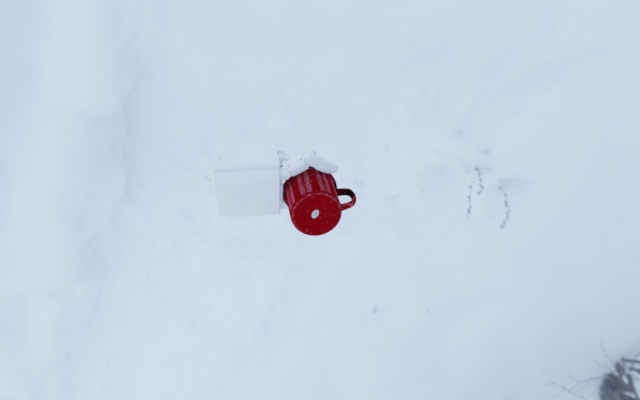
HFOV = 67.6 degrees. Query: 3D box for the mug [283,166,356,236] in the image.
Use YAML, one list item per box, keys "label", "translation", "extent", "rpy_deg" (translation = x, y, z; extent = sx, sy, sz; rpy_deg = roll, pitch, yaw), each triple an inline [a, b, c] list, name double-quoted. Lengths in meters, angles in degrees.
- label: "mug"
  translation: [0.002, 0.003, 0.767]
  extent: [0.117, 0.093, 0.081]
  rpy_deg: [-4, 30, -8]
